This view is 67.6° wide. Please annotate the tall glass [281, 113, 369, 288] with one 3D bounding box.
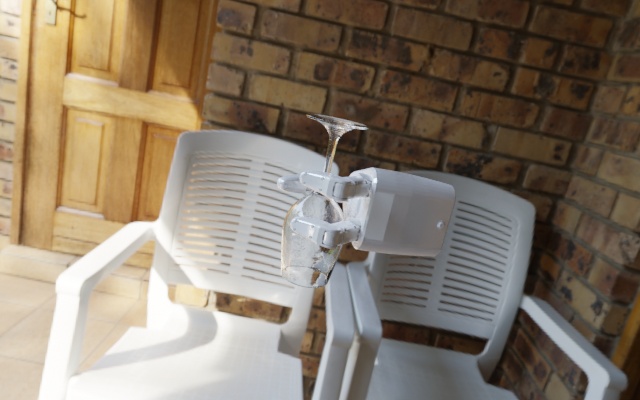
[{"bbox_3d":[0.000,0.001,0.577,0.079,0.201,0.079,12,14,-3],"label":"tall glass"}]
